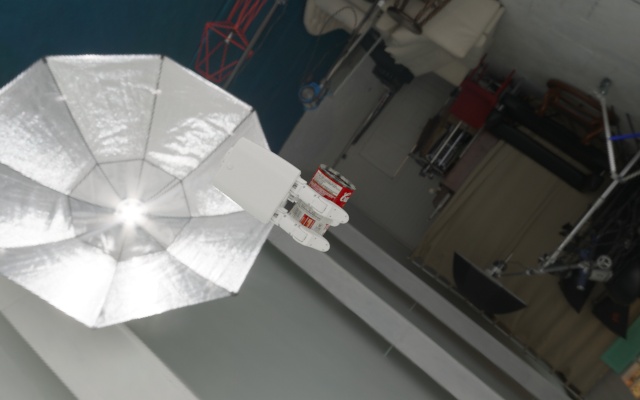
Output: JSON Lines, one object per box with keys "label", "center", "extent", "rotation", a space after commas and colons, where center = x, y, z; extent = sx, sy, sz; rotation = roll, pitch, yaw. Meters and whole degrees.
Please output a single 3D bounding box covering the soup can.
{"label": "soup can", "center": [0.000, 0.003, 0.762], "extent": [0.068, 0.102, 0.068], "rotation": [33, 12, -8]}
